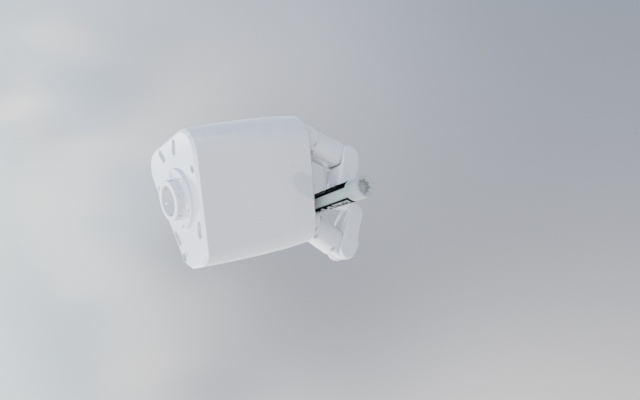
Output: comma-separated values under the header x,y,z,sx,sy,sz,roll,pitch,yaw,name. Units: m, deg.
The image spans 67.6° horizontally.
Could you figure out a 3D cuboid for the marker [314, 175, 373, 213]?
x,y,z,sx,sy,sz,roll,pitch,yaw,name
0.000,0.001,0.431,0.020,0.020,0.121,0,-12,-38,marker
